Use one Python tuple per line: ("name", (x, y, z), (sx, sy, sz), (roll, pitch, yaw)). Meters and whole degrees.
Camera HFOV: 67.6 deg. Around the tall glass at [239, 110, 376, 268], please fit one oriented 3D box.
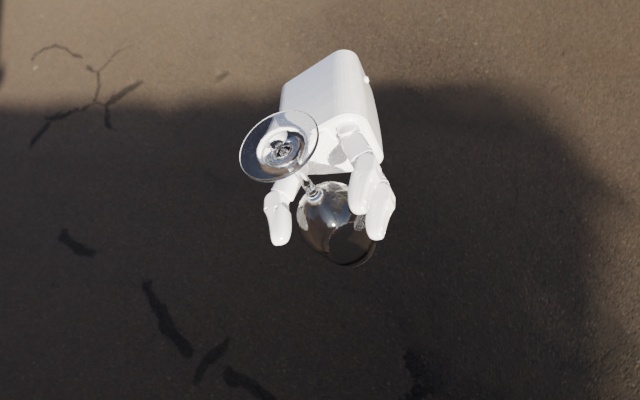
("tall glass", (0.000, 0.001, 0.482), (0.079, 0.079, 0.201), (0, -30, 25))
